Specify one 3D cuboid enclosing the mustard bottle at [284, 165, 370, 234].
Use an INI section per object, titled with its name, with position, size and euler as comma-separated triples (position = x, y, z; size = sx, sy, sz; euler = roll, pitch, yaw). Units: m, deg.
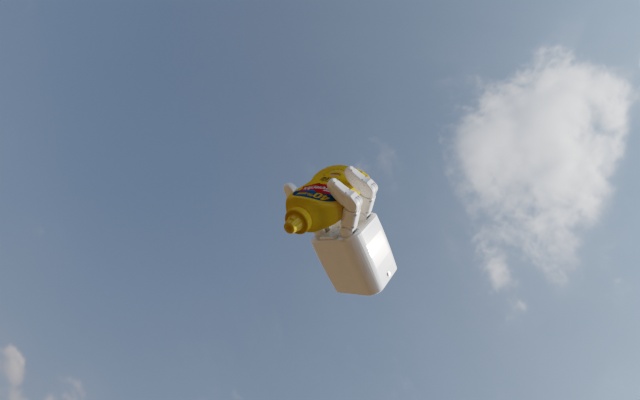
[mustard bottle]
position = 0.000, 0.002, 0.759
size = 0.096, 0.058, 0.191
euler = 12, 30, 26
